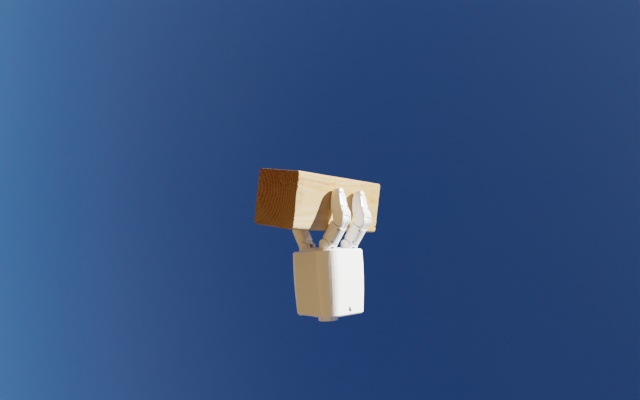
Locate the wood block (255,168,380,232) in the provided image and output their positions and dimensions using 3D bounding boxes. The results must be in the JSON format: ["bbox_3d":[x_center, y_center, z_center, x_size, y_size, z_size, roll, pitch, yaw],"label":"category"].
[{"bbox_3d":[0.000,0.003,0.801,0.091,0.090,0.206,6,0,42],"label":"wood block"}]
